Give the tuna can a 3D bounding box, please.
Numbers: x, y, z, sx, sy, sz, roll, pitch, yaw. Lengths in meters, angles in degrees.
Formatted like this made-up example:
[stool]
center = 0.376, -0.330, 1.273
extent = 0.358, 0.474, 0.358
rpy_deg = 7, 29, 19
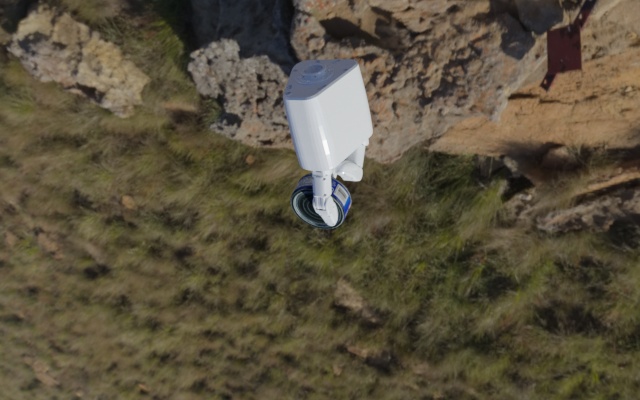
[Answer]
[tuna can]
center = 0.000, 0.003, 0.702
extent = 0.086, 0.086, 0.033
rpy_deg = 0, 43, 27
